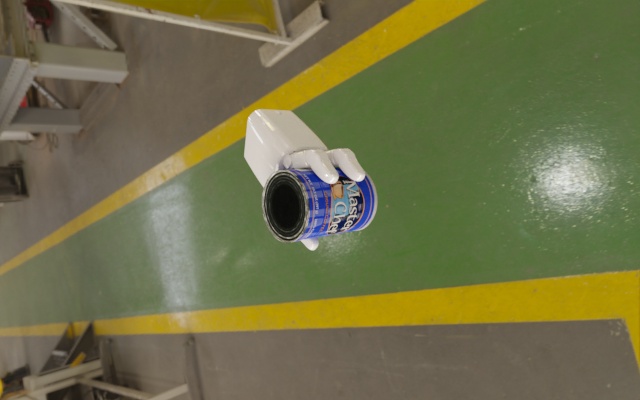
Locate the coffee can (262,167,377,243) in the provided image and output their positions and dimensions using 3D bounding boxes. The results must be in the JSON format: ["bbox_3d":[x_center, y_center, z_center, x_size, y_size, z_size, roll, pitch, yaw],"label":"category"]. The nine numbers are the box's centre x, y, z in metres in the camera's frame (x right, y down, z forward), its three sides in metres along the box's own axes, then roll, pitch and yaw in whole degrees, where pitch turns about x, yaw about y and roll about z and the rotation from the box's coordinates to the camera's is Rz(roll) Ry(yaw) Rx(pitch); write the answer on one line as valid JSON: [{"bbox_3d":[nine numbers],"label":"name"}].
[{"bbox_3d":[0.000,0.002,0.704,0.140,0.103,0.103,-7,4,-43],"label":"coffee can"}]
